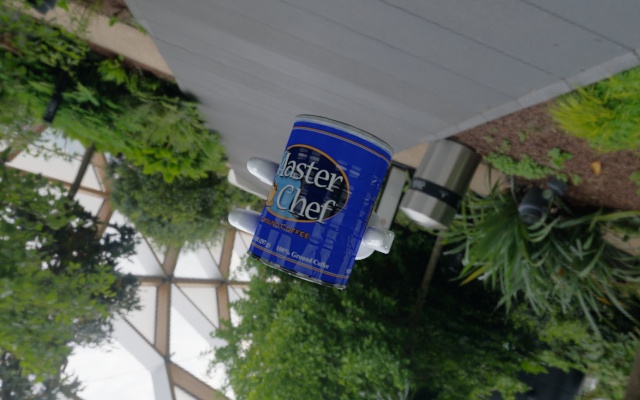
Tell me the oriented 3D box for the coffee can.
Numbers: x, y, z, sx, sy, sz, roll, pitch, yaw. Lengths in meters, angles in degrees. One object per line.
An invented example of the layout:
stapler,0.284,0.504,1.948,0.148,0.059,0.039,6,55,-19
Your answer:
coffee can,0.000,0.001,0.463,0.103,0.140,0.103,20,-3,1
